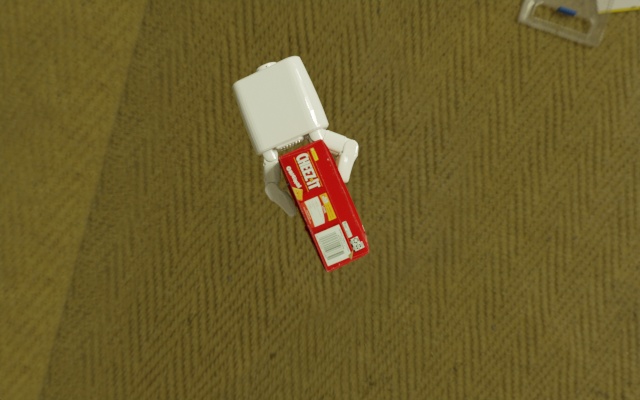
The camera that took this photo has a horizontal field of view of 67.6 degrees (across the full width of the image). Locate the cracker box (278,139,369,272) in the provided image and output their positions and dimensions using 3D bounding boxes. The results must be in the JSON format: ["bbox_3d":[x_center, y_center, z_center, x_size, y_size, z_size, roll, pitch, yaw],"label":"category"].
[{"bbox_3d":[0.000,0.002,0.713,0.072,0.164,0.213,-23,3,-2],"label":"cracker box"}]
